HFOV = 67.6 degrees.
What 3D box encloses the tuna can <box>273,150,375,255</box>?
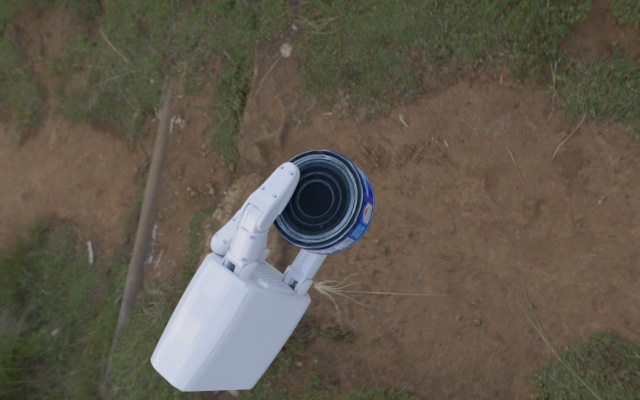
[{"bbox_3d":[0.000,0.001,0.401,0.086,0.086,0.034,0,-12,20],"label":"tuna can"}]
